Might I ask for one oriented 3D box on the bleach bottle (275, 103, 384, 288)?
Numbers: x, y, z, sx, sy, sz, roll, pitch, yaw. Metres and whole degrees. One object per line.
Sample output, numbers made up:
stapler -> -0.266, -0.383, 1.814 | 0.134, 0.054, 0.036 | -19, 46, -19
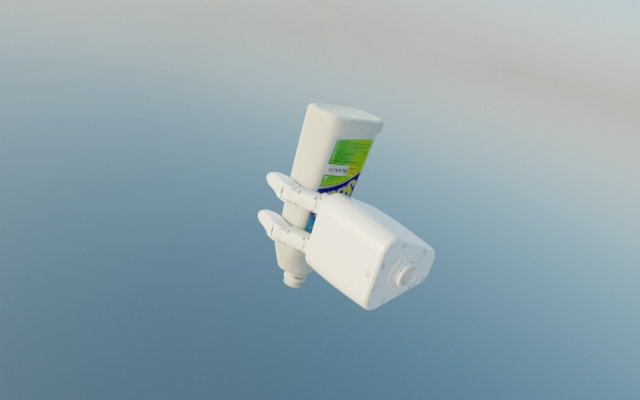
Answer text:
bleach bottle -> 0.000, 0.002, 0.638 | 0.102, 0.251, 0.068 | -4, 28, -42
